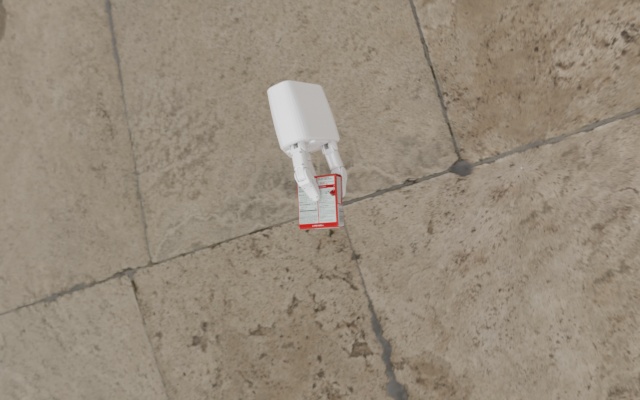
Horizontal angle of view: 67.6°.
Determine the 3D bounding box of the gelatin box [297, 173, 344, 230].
[{"bbox_3d":[0.000,0.003,0.801,0.073,0.089,0.030,-5,-6,25],"label":"gelatin box"}]
